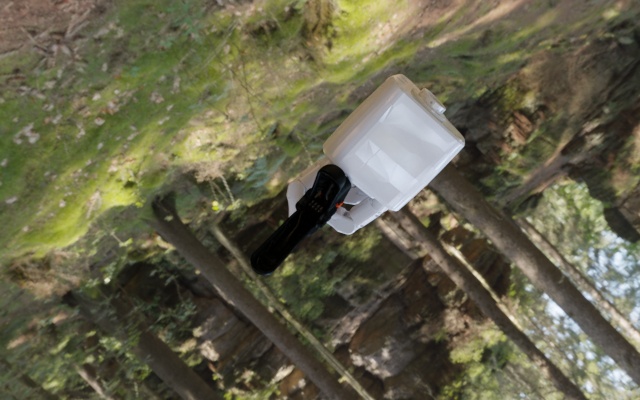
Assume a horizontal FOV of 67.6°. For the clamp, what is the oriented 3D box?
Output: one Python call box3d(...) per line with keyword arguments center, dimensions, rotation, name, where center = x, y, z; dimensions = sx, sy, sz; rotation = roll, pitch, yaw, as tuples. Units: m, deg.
box3d(center=(0.001, 0.002, 0.474), dimensions=(0.120, 0.039, 0.171), rotation=(-45, 0, 24), name="clamp")
